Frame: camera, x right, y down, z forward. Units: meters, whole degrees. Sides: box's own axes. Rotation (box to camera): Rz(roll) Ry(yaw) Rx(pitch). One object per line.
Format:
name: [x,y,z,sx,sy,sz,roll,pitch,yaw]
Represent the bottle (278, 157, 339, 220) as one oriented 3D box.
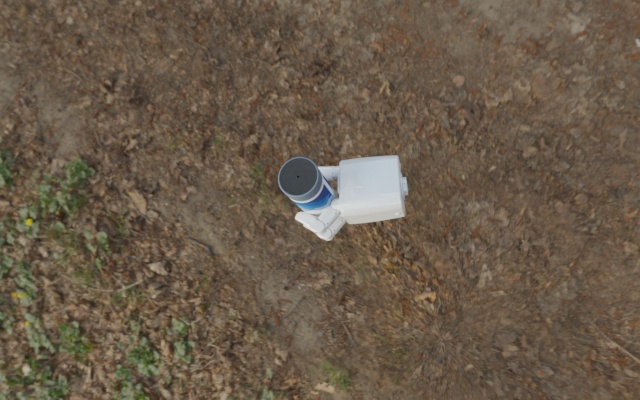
bottle: [0.000,0.003,0.878,0.069,0.069,0.296,0,-16,14]
